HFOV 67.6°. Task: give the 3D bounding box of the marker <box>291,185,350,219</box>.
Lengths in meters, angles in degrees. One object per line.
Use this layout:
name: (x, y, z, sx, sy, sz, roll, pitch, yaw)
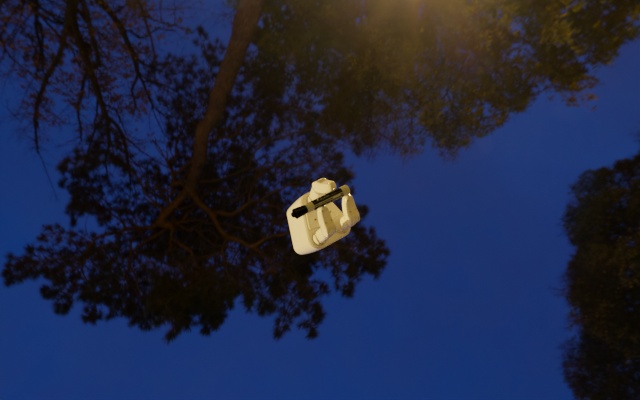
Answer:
marker: (0.000, 0.003, 0.850, 0.121, 0.020, 0.020, -25, 12, -26)
